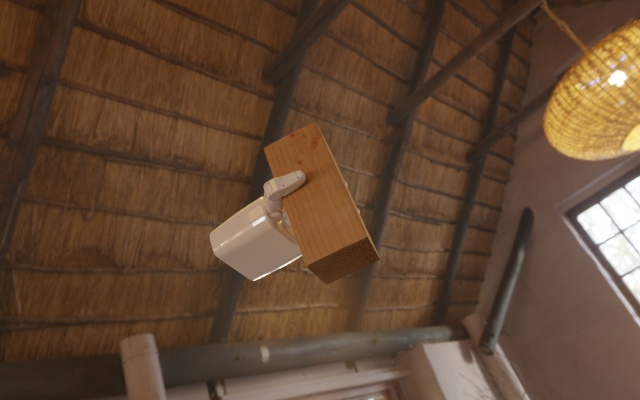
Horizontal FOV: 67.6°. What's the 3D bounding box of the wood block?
[{"bbox_3d":[0.000,0.002,0.693,0.090,0.206,0.091,-26,-31,6],"label":"wood block"}]
